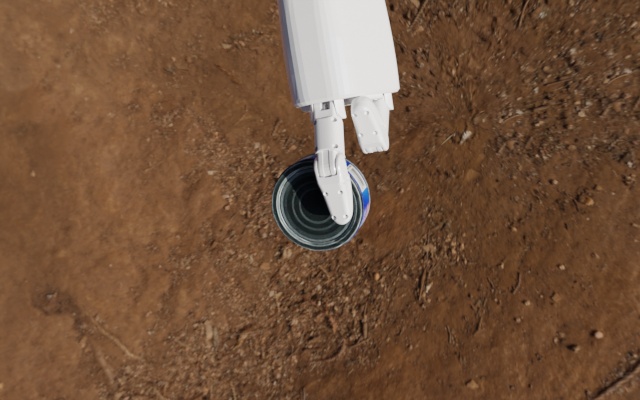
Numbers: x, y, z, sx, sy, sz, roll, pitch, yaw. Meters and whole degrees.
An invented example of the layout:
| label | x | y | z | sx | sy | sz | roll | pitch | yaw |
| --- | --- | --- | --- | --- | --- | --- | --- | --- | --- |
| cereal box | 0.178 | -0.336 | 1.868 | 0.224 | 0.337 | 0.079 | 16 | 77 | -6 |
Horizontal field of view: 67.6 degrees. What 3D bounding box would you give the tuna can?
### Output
| label | x | y | z | sx | sy | sz | roll | pitch | yaw |
| --- | --- | --- | --- | --- | --- | --- | --- | --- | --- |
| tuna can | 0.000 | 0.002 | 0.431 | 0.086 | 0.086 | 0.033 | 0 | 15 | 16 |
